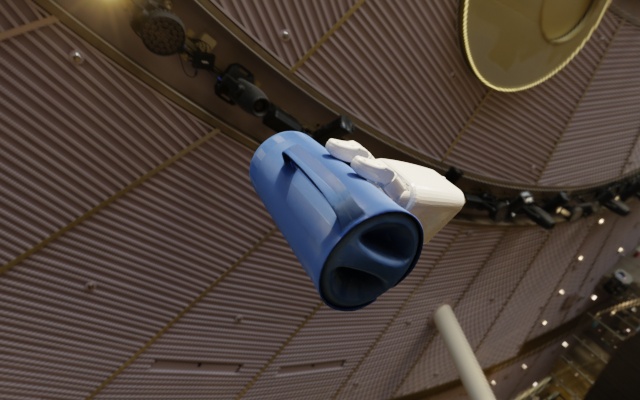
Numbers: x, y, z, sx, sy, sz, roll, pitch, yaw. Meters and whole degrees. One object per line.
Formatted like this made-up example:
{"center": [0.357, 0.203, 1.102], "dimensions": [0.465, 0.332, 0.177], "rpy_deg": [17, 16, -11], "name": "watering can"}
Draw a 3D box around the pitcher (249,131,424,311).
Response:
{"center": [0.000, 0.002, 0.583], "dimensions": [0.145, 0.149, 0.242], "rpy_deg": [3, 29, -35], "name": "pitcher"}
